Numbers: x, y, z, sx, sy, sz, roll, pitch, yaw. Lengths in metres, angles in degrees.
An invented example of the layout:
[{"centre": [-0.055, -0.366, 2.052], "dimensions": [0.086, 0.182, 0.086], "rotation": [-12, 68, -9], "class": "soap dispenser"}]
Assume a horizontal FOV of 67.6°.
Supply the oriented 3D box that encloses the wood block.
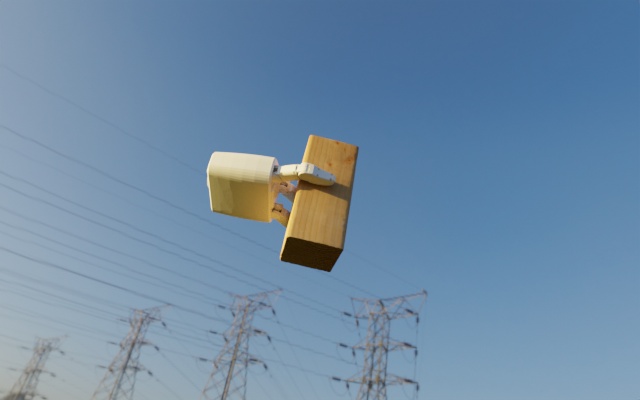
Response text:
[{"centre": [0.000, 0.002, 0.806], "dimensions": [0.090, 0.206, 0.091], "rotation": [14, -33, -5], "class": "wood block"}]
